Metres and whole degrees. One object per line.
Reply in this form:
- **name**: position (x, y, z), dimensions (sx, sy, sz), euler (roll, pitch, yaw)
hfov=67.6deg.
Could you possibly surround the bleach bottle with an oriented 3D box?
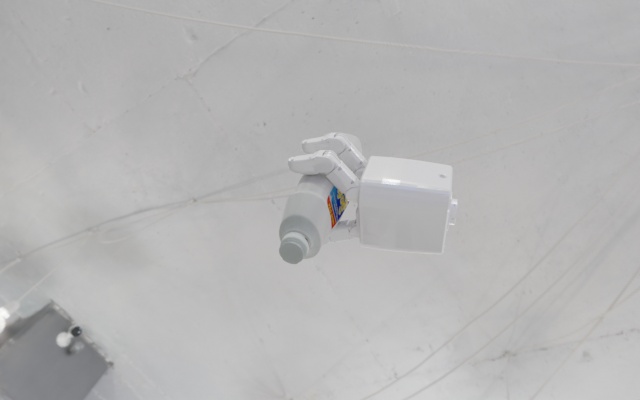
- **bleach bottle**: position (0.000, 0.002, 0.615), dimensions (0.068, 0.103, 0.250), euler (7, 31, 13)
